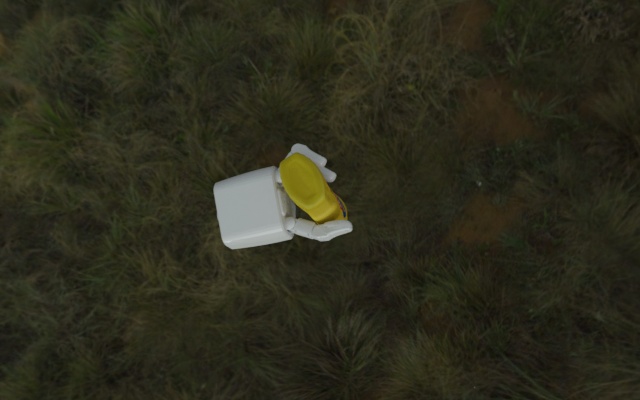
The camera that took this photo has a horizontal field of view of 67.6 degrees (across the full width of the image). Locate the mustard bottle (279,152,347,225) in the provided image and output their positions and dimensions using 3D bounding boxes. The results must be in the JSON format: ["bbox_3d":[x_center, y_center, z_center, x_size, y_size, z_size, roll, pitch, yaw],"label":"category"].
[{"bbox_3d":[0.000,0.002,0.762,0.058,0.096,0.192,-35,-27,2],"label":"mustard bottle"}]
